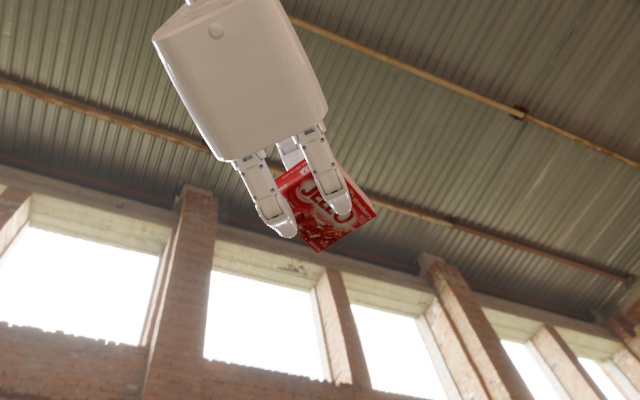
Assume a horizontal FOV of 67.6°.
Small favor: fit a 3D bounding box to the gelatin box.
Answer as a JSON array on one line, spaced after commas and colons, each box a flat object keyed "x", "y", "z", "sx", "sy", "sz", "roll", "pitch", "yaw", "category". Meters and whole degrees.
[{"x": 0.000, "y": 0.001, "z": 0.460, "sx": 0.073, "sy": 0.030, "sz": 0.089, "roll": -33, "pitch": -53, "yaw": 13, "category": "gelatin box"}]
